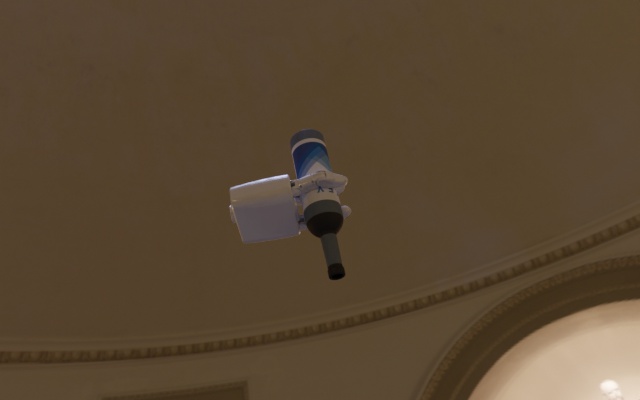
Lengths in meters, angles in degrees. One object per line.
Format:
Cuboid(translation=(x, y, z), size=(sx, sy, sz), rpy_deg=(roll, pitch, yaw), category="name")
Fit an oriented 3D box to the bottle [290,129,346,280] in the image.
Cuboid(translation=(0.000, 0.003, 0.845), size=(0.069, 0.295, 0.069), rpy_deg=(-9, -34, -6), category="bottle")
